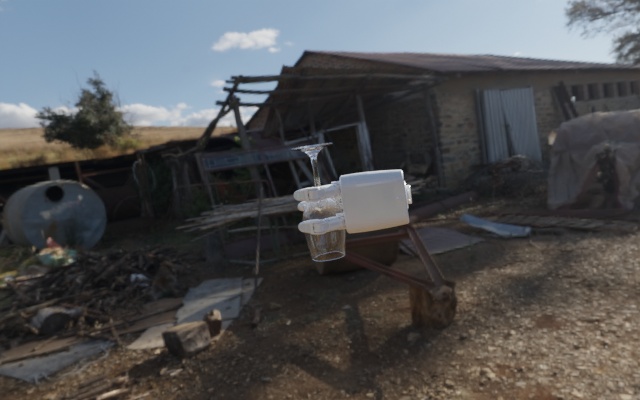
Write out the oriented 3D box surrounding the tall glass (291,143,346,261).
[{"bbox_3d":[0.000,0.002,0.844,0.079,0.201,0.079,-8,5,1],"label":"tall glass"}]
